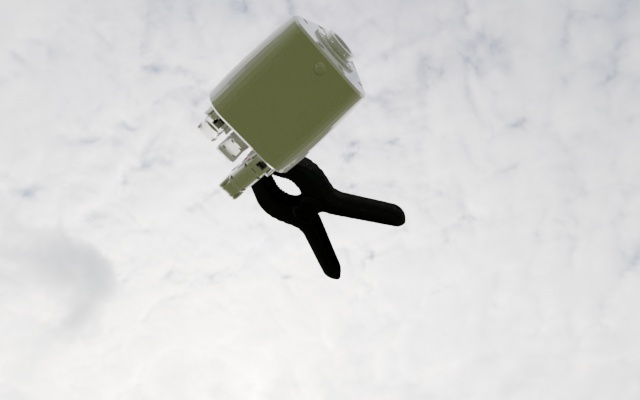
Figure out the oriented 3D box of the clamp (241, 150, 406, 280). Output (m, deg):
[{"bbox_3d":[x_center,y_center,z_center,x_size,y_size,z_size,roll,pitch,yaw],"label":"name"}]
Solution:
[{"bbox_3d":[0.000,0.001,0.493,0.120,0.171,0.039,-38,19,24],"label":"clamp"}]
